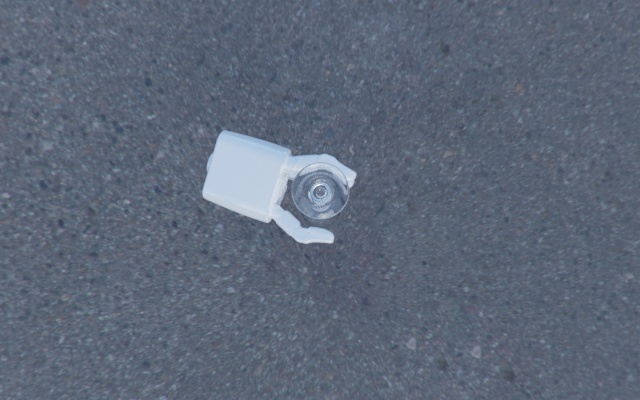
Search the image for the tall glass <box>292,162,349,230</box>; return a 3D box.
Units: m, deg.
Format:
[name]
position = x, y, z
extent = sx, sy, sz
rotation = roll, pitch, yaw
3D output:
[tall glass]
position = 0.000, 0.002, 0.709
extent = 0.079, 0.079, 0.201
rotation = 0, -9, 0
